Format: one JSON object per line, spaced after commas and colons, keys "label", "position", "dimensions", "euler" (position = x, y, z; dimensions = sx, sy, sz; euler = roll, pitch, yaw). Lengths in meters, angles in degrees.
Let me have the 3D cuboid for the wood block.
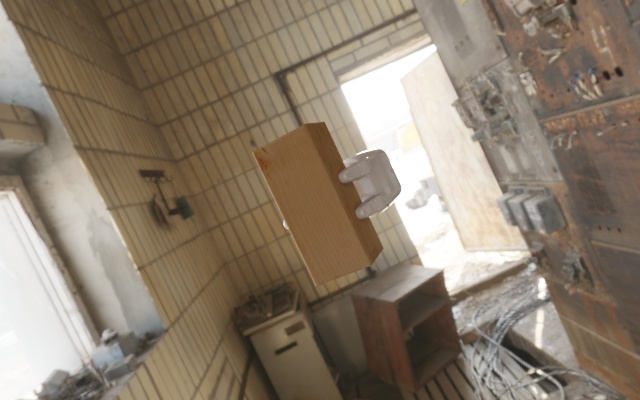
{"label": "wood block", "position": [0.000, 0.002, 0.681], "dimensions": [0.091, 0.206, 0.090], "euler": [-25, 2, 22]}
